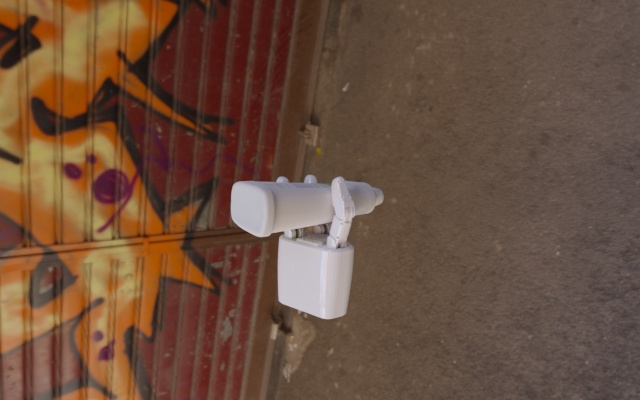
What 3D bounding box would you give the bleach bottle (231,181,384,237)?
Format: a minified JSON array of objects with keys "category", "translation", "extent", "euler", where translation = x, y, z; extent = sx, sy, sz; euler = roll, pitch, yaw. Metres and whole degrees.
[{"category":"bleach bottle","translation":[0.000,0.002,0.711],"extent":[0.251,0.068,0.102],"euler":[-4,14,-37]}]
